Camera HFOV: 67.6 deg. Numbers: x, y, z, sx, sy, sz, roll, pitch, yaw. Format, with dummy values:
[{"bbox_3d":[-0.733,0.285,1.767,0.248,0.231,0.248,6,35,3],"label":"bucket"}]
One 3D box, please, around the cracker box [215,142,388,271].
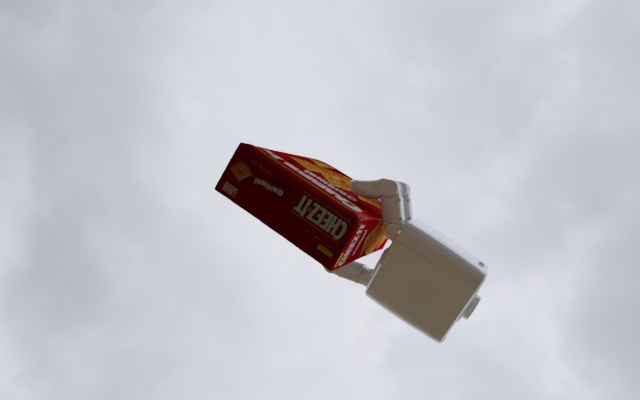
[{"bbox_3d":[0.000,0.002,0.594,0.164,0.072,0.214,33,11,18],"label":"cracker box"}]
